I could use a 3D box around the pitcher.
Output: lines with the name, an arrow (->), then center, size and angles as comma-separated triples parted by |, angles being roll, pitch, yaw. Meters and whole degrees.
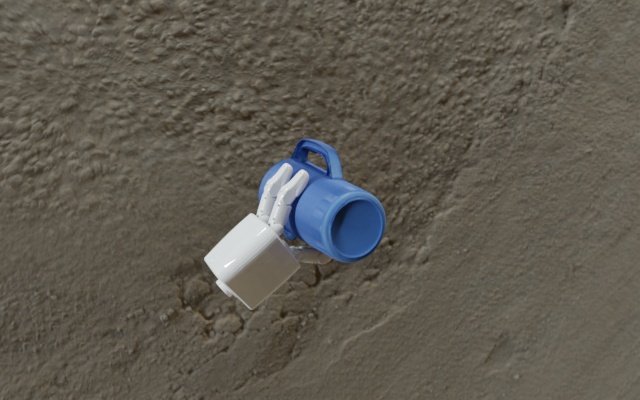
pitcher -> 0.000, 0.003, 0.778 | 0.145, 0.149, 0.242 | -41, 27, -12
